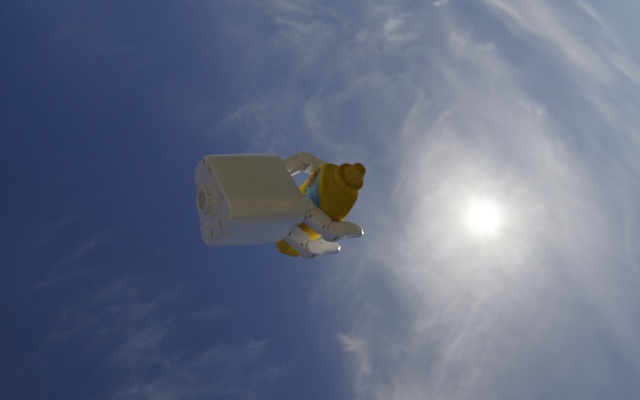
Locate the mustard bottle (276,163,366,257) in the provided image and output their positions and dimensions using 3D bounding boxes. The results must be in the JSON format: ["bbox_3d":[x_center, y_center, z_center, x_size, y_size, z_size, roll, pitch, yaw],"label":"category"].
[{"bbox_3d":[0.000,0.002,0.677,0.058,0.096,0.192,21,-38,-24],"label":"mustard bottle"}]
